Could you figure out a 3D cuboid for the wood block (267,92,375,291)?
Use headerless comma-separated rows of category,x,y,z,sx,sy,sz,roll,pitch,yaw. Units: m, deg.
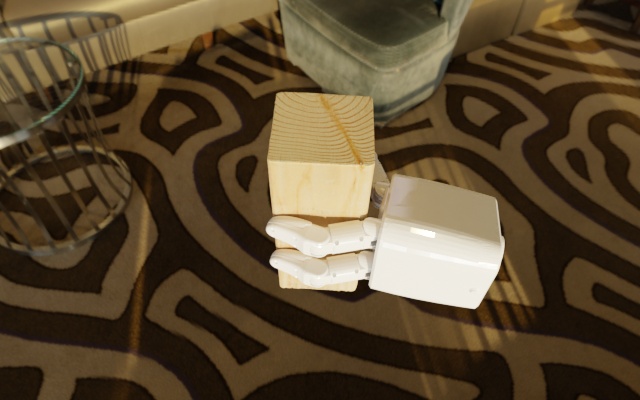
wood block,0.000,0.001,0.488,0.090,0.090,0.206,3,-40,1
